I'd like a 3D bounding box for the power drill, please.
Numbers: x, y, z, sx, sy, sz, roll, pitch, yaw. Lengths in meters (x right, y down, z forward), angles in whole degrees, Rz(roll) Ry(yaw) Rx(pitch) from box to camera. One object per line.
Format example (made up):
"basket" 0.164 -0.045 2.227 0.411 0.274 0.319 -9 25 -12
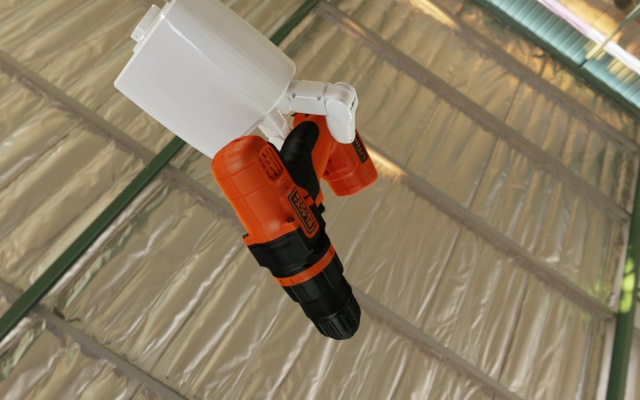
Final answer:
"power drill" 0.000 0.001 0.422 0.057 0.184 0.187 -18 23 26
